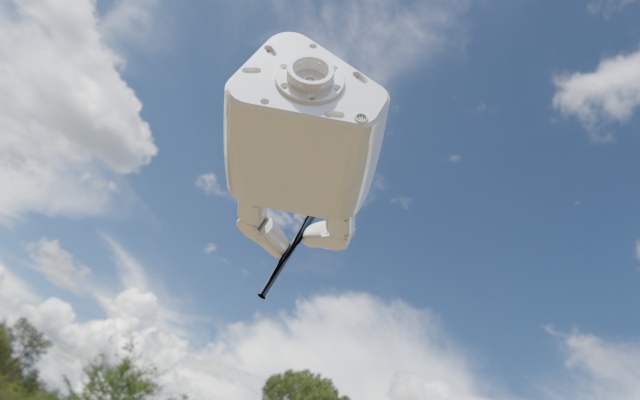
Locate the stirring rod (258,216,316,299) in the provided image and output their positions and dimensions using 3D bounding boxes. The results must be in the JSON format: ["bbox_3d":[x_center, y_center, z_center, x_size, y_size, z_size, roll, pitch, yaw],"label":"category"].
[{"bbox_3d":[0.000,0.002,0.492,0.011,0.011,0.239,0,44,37],"label":"stirring rod"}]
